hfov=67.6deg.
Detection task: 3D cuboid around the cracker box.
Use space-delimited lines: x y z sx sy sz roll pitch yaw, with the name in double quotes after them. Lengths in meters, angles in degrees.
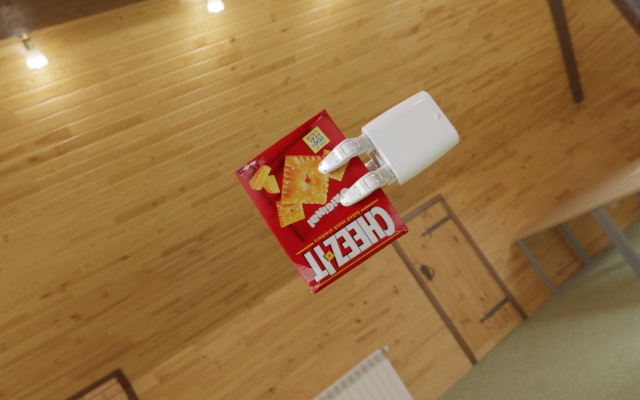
0.000 0.002 0.697 0.164 0.213 0.072 -34 -8 0 "cracker box"
